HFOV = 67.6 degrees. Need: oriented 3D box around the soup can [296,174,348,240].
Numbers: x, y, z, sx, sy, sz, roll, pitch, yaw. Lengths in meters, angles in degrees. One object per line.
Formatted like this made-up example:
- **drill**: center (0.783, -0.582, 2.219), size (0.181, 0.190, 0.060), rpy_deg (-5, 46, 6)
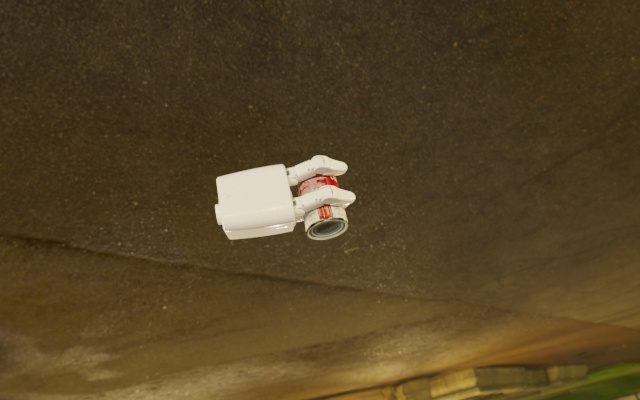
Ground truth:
- **soup can**: center (0.001, 0.003, 0.752), size (0.068, 0.102, 0.068), rpy_deg (-11, -29, -6)
